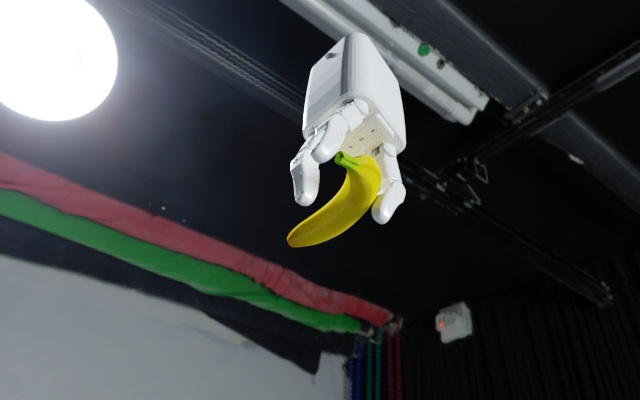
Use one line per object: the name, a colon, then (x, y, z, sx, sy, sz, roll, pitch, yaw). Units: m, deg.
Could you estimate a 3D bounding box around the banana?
banana: (0.019, 0.003, 0.524, 0.069, 0.037, 0.198, 9, -33, -14)
